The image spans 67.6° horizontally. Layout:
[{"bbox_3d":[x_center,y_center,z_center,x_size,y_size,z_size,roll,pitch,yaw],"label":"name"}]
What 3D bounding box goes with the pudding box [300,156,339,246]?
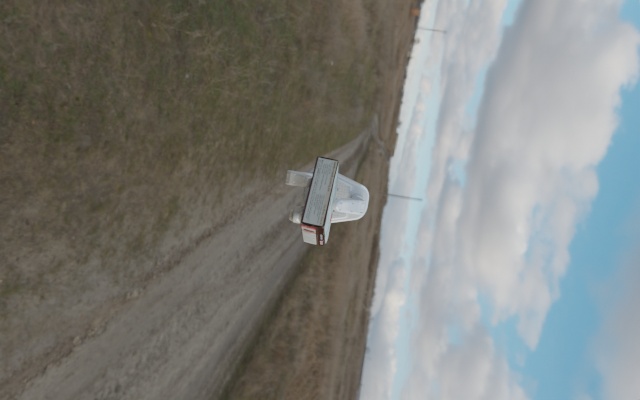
[{"bbox_3d":[0.000,0.002,0.728,0.039,0.113,0.090,9,-22,6],"label":"pudding box"}]
